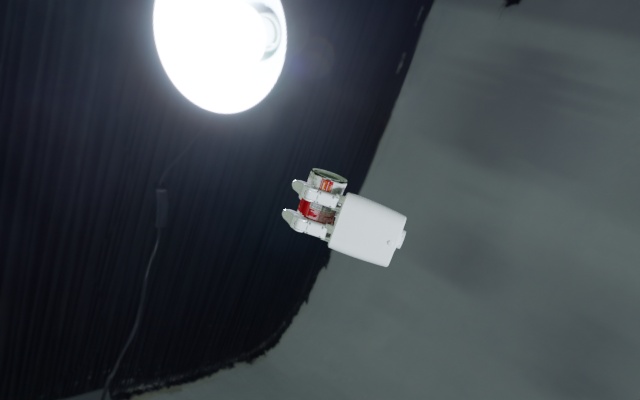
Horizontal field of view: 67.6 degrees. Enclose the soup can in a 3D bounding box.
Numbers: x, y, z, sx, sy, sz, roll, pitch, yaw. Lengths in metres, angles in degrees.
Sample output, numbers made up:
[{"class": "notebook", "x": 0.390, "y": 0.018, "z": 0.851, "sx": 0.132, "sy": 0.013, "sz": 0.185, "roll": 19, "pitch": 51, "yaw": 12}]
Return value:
[{"class": "soup can", "x": 0.000, "y": 0.002, "z": 0.833, "sx": 0.068, "sy": 0.102, "sz": 0.068, "roll": 18, "pitch": 13, "yaw": -4}]
